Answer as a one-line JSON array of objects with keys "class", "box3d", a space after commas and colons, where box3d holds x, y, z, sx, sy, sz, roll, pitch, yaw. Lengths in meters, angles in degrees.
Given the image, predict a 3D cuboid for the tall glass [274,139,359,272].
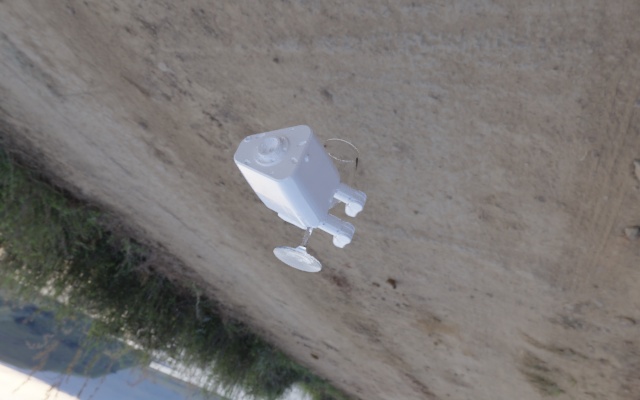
[{"class": "tall glass", "box3d": [0.000, 0.003, 0.729, 0.079, 0.201, 0.079, 18, -26, 9]}]
